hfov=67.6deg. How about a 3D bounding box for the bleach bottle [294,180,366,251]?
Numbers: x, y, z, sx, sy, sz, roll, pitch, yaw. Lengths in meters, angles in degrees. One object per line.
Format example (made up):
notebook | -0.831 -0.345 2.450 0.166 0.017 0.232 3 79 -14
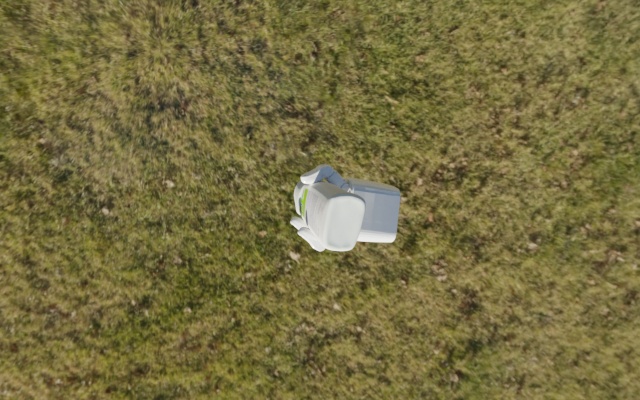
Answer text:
bleach bottle | 0.000 0.003 0.880 0.068 0.102 0.250 7 14 -20
